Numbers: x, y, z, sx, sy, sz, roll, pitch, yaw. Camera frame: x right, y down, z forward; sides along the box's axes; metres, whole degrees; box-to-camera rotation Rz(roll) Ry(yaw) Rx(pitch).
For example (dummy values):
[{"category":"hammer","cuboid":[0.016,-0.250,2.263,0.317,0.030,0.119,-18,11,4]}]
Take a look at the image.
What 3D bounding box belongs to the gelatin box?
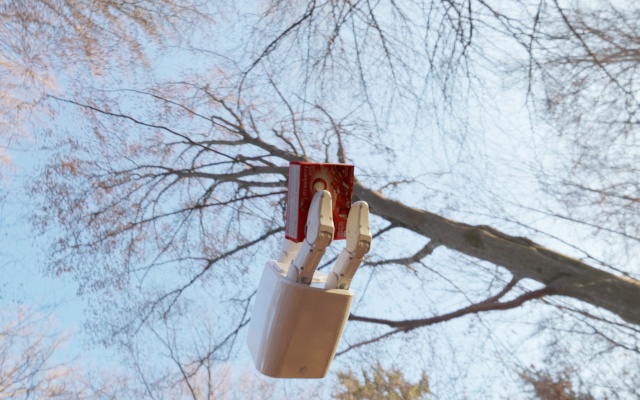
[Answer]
[{"category":"gelatin box","cuboid":[0.000,0.001,0.540,0.073,0.089,0.030,0,7,-33]}]
